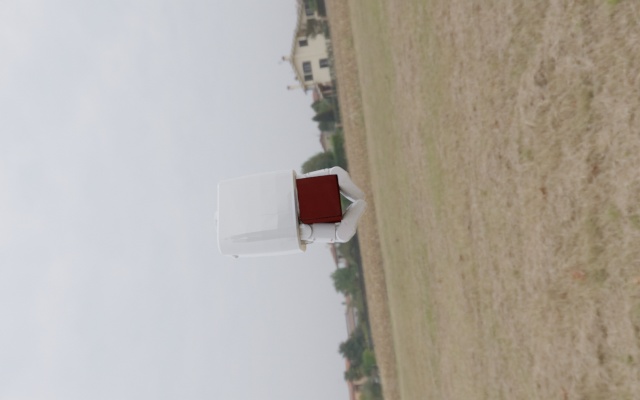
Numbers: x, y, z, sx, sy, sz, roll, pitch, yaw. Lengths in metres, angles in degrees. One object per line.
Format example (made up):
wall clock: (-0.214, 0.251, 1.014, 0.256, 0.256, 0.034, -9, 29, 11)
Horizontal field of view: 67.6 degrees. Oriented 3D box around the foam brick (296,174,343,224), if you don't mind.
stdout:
foam brick: (0.000, 0.002, 0.602, 0.051, 0.053, 0.078, -6, -10, 3)
